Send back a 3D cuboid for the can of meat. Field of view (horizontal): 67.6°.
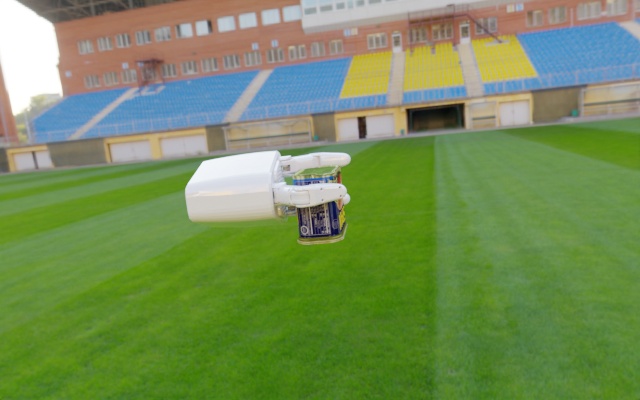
[{"bbox_3d":[0.000,0.002,0.605,0.057,0.084,0.102,-5,9,8],"label":"can of meat"}]
